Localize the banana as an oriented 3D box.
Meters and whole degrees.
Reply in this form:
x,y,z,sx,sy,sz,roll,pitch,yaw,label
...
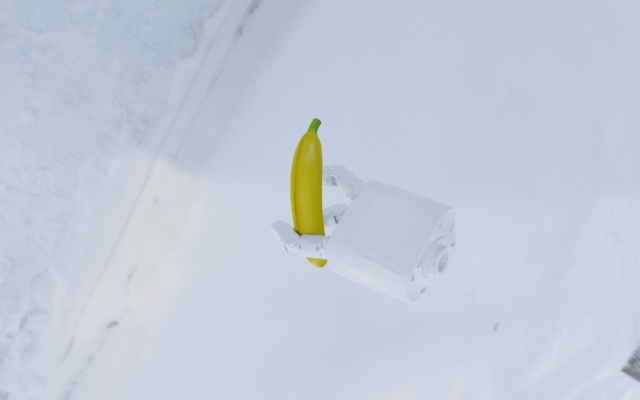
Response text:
x,y,z,sx,sy,sz,roll,pitch,yaw,label
-0.010,0.004,0.583,0.037,0.198,0.069,11,22,29,banana
